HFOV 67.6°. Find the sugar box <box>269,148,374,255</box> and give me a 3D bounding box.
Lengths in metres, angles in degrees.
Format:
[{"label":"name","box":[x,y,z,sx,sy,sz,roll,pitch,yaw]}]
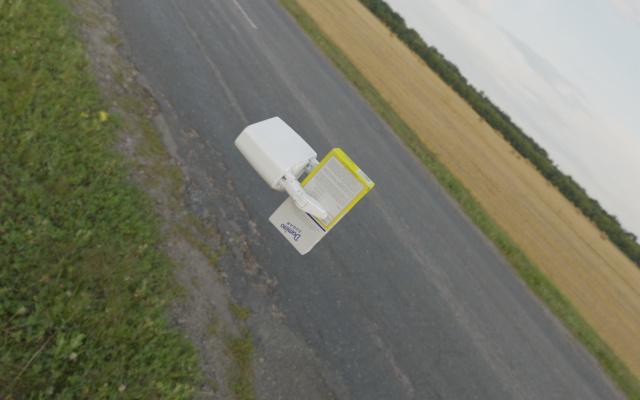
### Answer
[{"label":"sugar box","box":[0.000,0.002,0.840,0.176,0.093,0.048,-46,-8,20]}]
